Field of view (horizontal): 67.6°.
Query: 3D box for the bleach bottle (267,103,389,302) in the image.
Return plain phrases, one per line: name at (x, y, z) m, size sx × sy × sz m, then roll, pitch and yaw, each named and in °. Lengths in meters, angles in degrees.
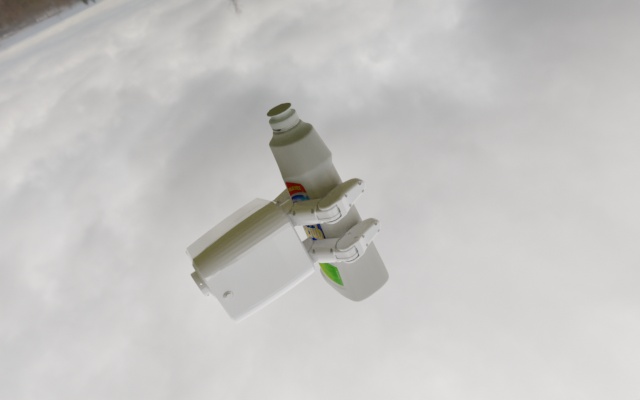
bleach bottle at (0.000, 0.002, 0.560) m, size 0.068 × 0.251 × 0.102 m, roll -35°, pitch 31°, yaw -15°
